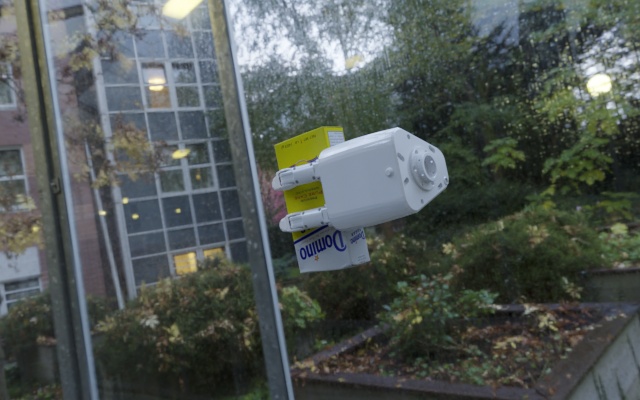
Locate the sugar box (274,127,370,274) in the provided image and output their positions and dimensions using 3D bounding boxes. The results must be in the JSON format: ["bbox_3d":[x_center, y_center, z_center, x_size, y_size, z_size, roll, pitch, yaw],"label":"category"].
[{"bbox_3d":[0.000,0.002,0.617,0.093,0.176,0.048,-15,-6,41],"label":"sugar box"}]
